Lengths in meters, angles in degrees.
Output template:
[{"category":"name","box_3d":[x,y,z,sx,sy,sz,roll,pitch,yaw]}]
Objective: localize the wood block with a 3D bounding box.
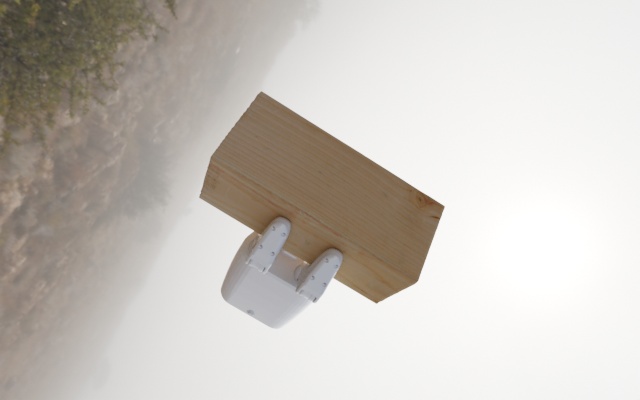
[{"category":"wood block","box_3d":[0.000,0.002,0.462,0.206,0.090,0.090,31,-32,-5]}]
